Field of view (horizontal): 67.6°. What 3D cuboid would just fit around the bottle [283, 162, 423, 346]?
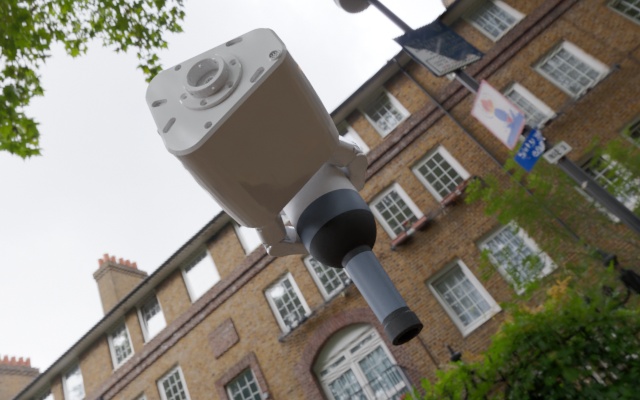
[{"bbox_3d":[0.000,0.001,0.443,0.069,0.069,0.295,0,43,-38],"label":"bottle"}]
